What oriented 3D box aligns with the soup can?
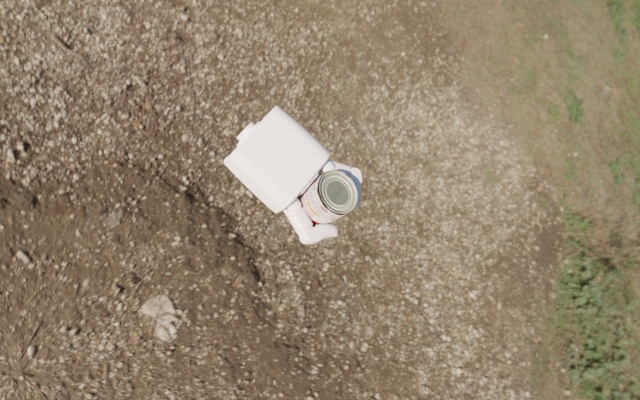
[{"bbox_3d":[0.001,0.003,0.701,0.068,0.068,0.102,0,-17,-32],"label":"soup can"}]
